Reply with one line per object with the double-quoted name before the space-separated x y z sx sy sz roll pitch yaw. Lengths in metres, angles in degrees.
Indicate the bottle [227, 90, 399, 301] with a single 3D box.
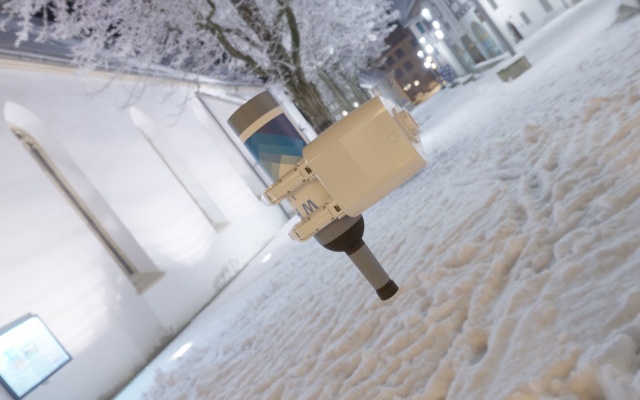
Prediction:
"bottle" 0.000 0.002 0.596 0.069 0.296 0.069 -37 4 3
